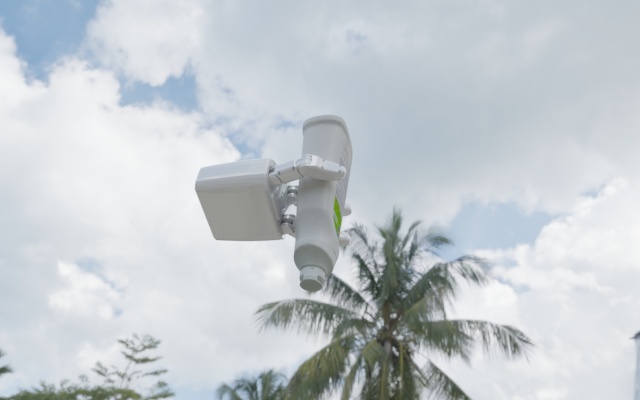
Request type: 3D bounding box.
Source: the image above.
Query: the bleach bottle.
[{"bbox_3d":[0.000,0.002,0.648,0.068,0.250,0.103,-5,-42,15],"label":"bleach bottle"}]
